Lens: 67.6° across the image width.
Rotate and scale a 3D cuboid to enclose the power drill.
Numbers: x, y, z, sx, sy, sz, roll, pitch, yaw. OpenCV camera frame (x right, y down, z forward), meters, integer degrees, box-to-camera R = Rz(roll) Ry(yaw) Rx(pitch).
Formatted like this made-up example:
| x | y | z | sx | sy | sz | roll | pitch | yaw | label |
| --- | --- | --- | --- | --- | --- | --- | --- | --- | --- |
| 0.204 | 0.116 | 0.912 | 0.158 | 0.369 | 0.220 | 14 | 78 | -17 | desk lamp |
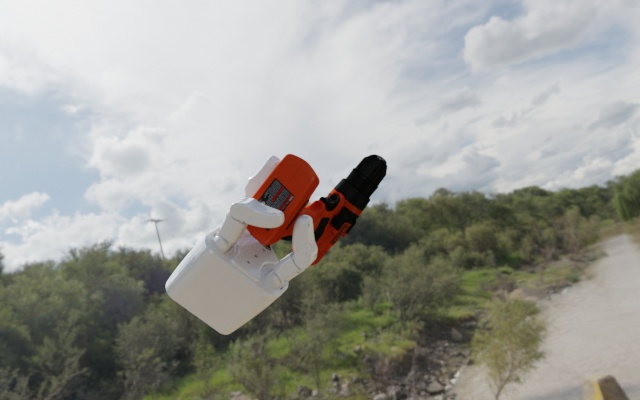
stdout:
| x | y | z | sx | sy | sz | roll | pitch | yaw | label |
| --- | --- | --- | --- | --- | --- | --- | --- | --- | --- |
| 0.000 | 0.002 | 0.605 | 0.057 | 0.184 | 0.188 | 41 | 9 | 27 | power drill |
